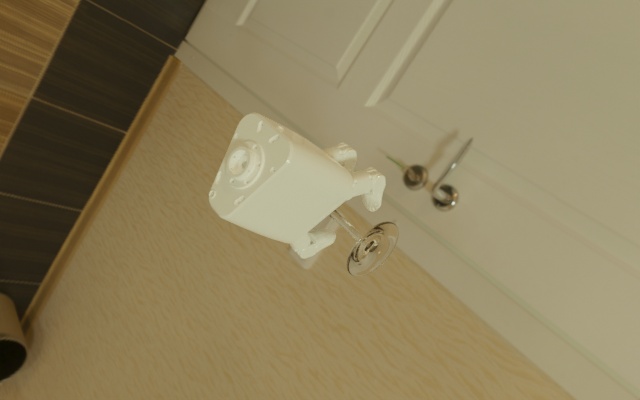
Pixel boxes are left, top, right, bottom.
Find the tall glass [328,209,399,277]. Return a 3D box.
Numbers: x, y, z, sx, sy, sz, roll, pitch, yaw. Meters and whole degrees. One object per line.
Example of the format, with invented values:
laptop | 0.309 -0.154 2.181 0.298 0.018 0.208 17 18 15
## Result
tall glass | 0.001 0.002 0.586 0.079 0.079 0.201 0 32 -44
